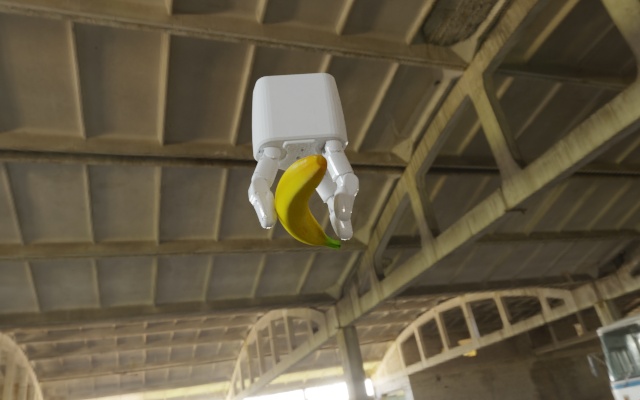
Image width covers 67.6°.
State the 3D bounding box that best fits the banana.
[{"bbox_3d":[-0.018,0.005,0.541,0.069,0.037,0.198,-5,-29,5],"label":"banana"}]
